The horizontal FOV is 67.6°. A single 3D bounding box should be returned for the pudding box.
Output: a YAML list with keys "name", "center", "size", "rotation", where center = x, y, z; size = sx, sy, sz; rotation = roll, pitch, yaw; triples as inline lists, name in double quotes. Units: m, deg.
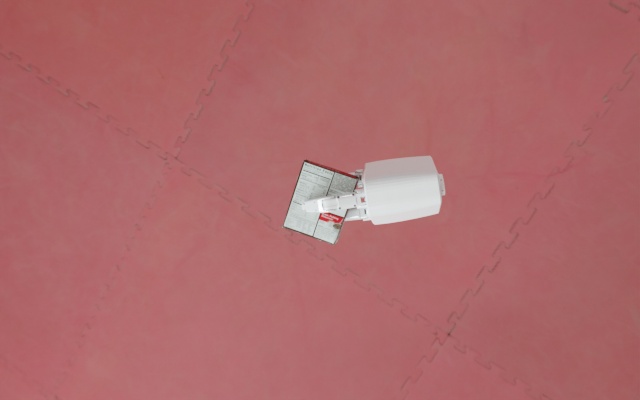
- name: "pudding box"
  center: [0.000, 0.002, 0.739]
  size: [0.090, 0.113, 0.039]
  rotation: [20, 6, 4]
